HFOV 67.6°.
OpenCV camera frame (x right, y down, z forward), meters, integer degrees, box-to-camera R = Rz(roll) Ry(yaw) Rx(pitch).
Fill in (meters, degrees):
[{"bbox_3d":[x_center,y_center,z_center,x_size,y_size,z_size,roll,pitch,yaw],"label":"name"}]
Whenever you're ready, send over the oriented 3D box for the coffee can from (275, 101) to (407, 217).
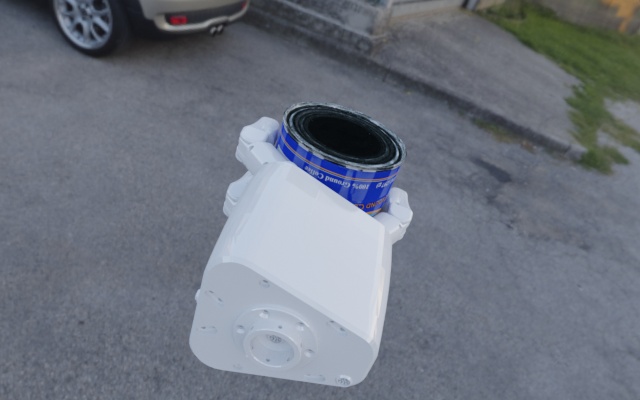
[{"bbox_3d":[0.000,0.001,0.413,0.103,0.140,0.102,14,33,-9],"label":"coffee can"}]
